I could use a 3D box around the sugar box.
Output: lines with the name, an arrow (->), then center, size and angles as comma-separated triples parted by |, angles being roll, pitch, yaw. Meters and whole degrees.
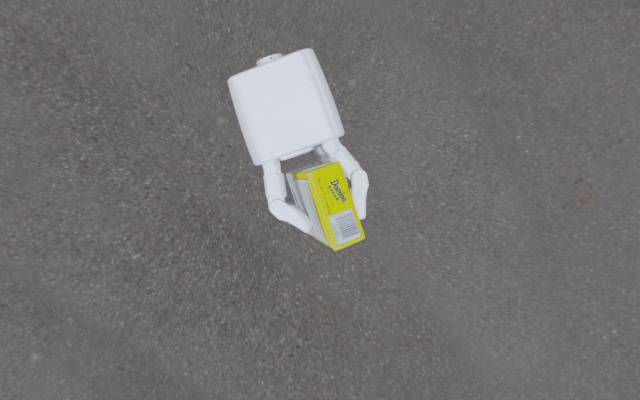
sugar box -> 0.001, 0.002, 0.600 | 0.048, 0.093, 0.176 | -19, 7, -8
